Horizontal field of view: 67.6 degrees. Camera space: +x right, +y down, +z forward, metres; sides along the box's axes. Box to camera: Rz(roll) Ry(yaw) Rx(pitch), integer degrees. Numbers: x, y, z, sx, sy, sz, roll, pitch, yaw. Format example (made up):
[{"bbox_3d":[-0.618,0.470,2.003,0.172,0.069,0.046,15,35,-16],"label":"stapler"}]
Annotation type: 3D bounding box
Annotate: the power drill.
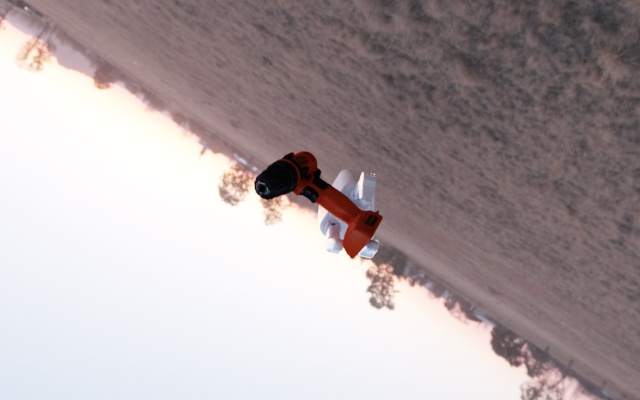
[{"bbox_3d":[0.001,0.003,0.731,0.187,0.057,0.184,41,26,3],"label":"power drill"}]
